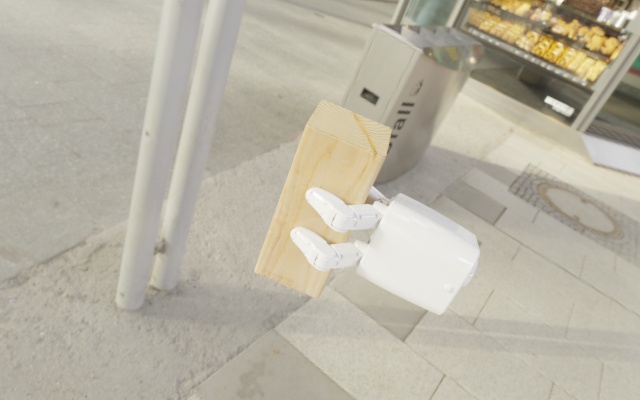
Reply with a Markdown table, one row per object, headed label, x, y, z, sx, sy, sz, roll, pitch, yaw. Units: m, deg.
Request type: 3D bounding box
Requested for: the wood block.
| label | x | y | z | sx | sy | sz | roll | pitch | yaw |
| --- | --- | --- | --- | --- | --- | --- | --- | --- | --- |
| wood block | 0.001 | 0.002 | 0.567 | 0.090 | 0.206 | 0.090 | 23 | 30 | 0 |
